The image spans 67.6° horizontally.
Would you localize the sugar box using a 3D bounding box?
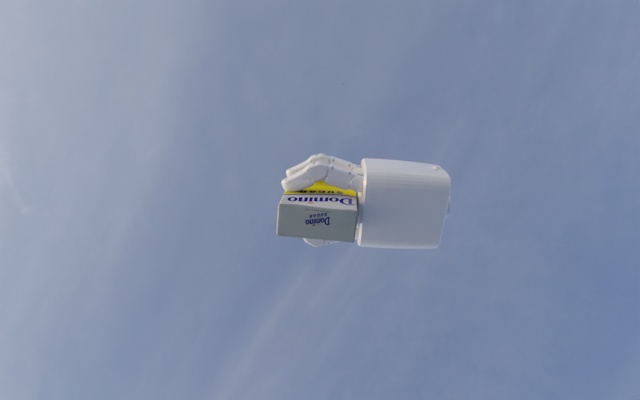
[{"bbox_3d":[0.000,0.001,0.625,0.093,0.048,0.176,5,14,1],"label":"sugar box"}]
